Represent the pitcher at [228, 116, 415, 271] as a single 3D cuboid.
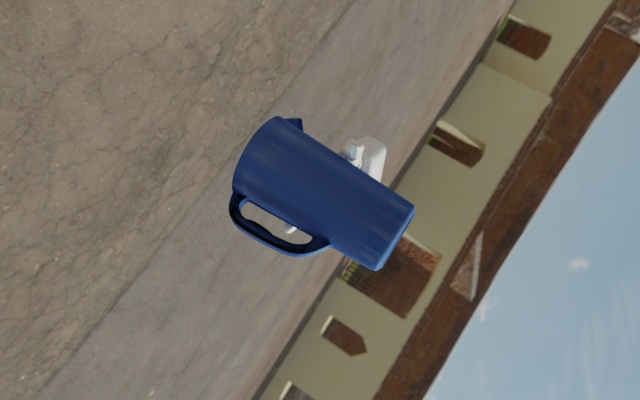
[{"bbox_3d":[0.000,0.002,0.677,0.243,0.149,0.145,32,26,11],"label":"pitcher"}]
